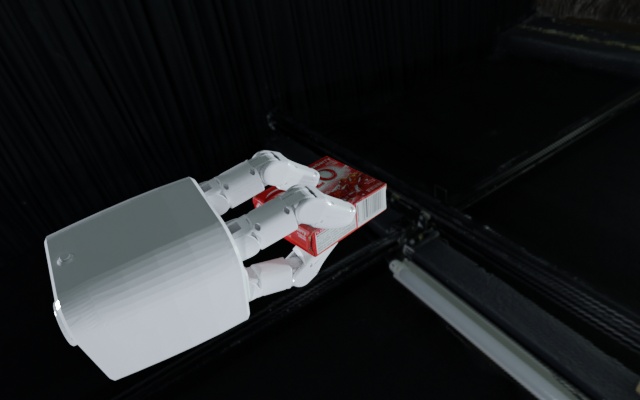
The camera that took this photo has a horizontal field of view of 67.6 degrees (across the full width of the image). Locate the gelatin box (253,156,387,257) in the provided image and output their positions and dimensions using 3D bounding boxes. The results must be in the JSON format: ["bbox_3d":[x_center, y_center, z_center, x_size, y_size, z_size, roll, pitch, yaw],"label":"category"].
[{"bbox_3d":[0.000,0.002,0.403,0.089,0.030,0.073,-31,43,-32],"label":"gelatin box"}]
